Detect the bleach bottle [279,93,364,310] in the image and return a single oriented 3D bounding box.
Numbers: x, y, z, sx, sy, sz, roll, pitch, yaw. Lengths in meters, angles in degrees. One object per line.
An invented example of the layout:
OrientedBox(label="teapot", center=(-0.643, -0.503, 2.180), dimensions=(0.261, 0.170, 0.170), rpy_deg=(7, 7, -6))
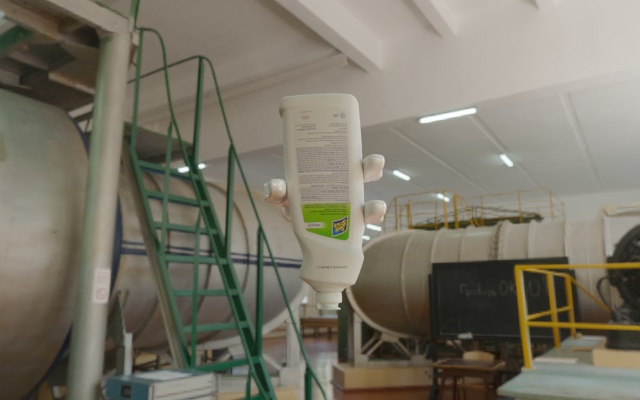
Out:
OrientedBox(label="bleach bottle", center=(0.000, 0.002, 0.571), dimensions=(0.102, 0.250, 0.068), rpy_deg=(-2, -11, 8))
